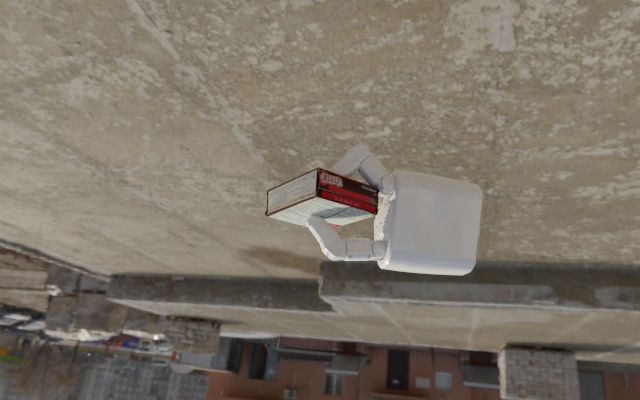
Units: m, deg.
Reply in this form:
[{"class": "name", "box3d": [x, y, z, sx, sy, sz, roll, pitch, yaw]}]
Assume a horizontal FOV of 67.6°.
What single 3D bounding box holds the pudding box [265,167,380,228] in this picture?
[{"class": "pudding box", "box3d": [0.000, 0.002, 0.568, 0.090, 0.039, 0.113, 18, -25, -33]}]
